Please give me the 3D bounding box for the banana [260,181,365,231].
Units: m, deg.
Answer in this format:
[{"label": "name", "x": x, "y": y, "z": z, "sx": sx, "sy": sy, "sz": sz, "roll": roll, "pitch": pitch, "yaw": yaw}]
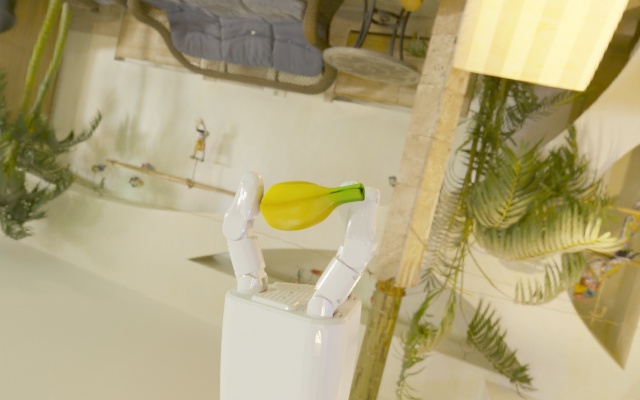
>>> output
[{"label": "banana", "x": -0.018, "y": 0.002, "z": 0.410, "sx": 0.069, "sy": 0.037, "sz": 0.198, "roll": -3, "pitch": 4, "yaw": -9}]
